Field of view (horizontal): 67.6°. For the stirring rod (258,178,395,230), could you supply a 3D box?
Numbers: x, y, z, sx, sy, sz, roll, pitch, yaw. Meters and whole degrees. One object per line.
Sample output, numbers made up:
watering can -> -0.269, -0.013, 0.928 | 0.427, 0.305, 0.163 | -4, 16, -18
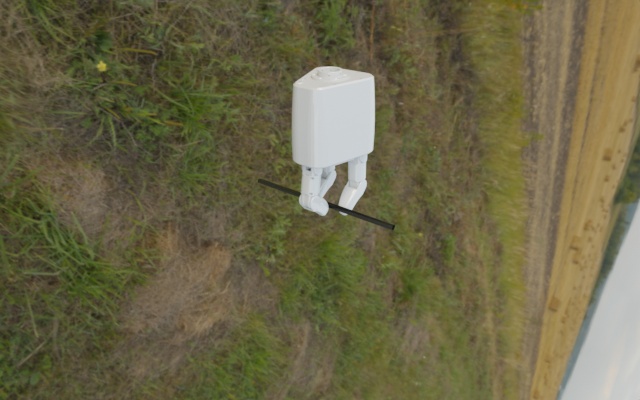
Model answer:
stirring rod -> 0.000, 0.002, 0.699 | 0.239, 0.011, 0.011 | 19, 10, 31
